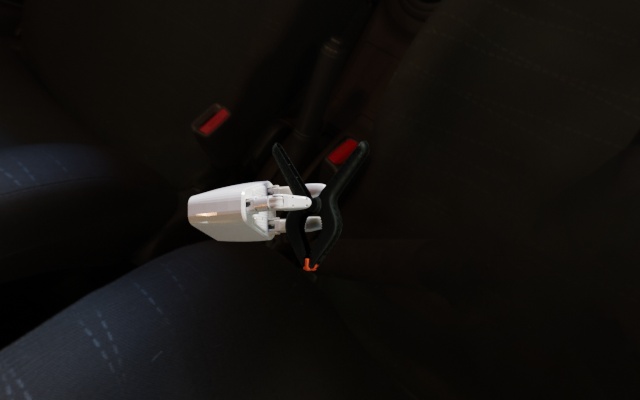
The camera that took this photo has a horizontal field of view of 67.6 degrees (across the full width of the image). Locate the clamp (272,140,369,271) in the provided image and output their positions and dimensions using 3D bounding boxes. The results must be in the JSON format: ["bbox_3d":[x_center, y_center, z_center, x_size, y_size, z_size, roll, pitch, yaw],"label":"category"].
[{"bbox_3d":[0.000,0.003,0.740,0.164,0.210,0.036,-6,-9,24],"label":"clamp"}]
